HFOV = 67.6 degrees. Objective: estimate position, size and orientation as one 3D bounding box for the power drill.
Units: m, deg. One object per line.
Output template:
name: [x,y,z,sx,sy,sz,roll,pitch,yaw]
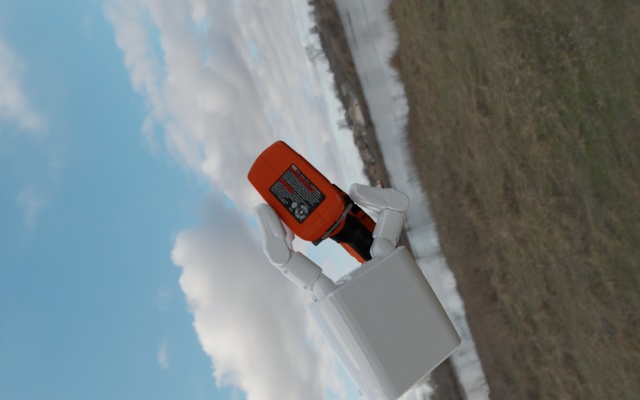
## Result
power drill: [0.000,0.002,0.526,0.184,0.057,0.188,43,6,28]
